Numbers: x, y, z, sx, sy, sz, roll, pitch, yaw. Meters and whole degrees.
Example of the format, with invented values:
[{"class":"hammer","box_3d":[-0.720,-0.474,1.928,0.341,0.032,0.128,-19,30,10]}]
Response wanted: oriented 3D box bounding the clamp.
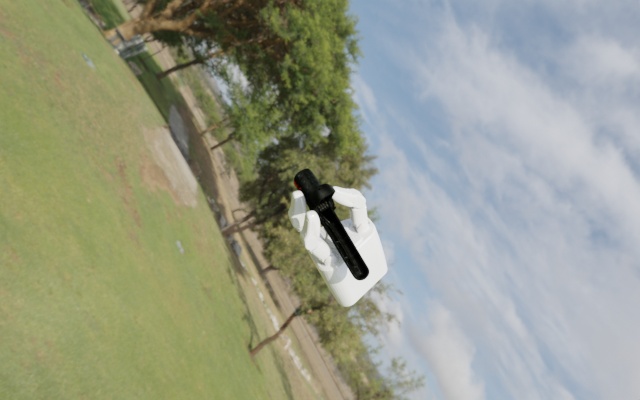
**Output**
[{"class":"clamp","box_3d":[0.001,0.002,0.702,0.036,0.165,0.210,-28,40,-7]}]
